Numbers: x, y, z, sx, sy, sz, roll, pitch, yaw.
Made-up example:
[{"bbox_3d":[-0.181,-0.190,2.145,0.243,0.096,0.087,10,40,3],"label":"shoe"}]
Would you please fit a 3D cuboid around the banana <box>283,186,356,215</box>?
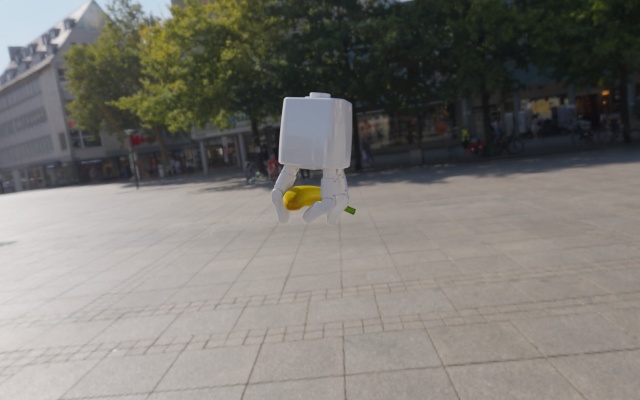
[{"bbox_3d":[-0.013,-0.003,0.818,0.069,0.037,0.198,21,10,34],"label":"banana"}]
